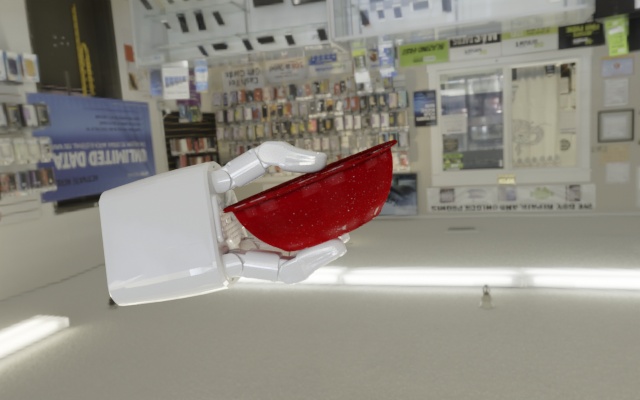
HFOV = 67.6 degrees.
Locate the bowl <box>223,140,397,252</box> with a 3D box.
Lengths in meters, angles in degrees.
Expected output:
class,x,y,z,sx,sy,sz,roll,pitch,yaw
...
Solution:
class,x,y,z,sx,sy,sz,roll,pitch,yaw
bowl,0.001,0.001,0.417,0.162,0.055,0.162,-22,5,2
